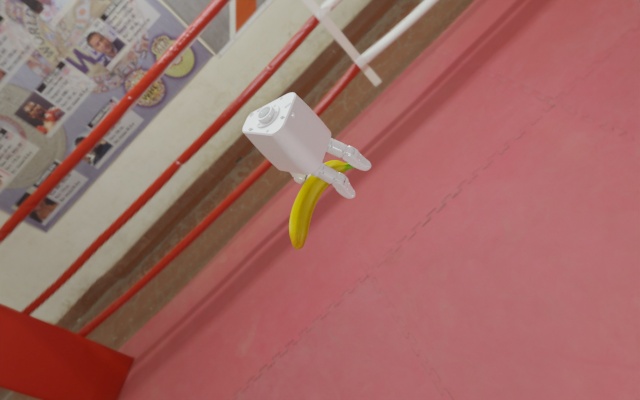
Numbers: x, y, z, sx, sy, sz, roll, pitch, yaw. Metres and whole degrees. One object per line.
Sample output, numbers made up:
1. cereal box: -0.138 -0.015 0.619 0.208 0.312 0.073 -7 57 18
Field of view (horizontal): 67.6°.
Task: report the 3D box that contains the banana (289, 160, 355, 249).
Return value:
1. banana: -0.011 -0.004 0.866 0.069 0.197 0.037 19 -21 42
